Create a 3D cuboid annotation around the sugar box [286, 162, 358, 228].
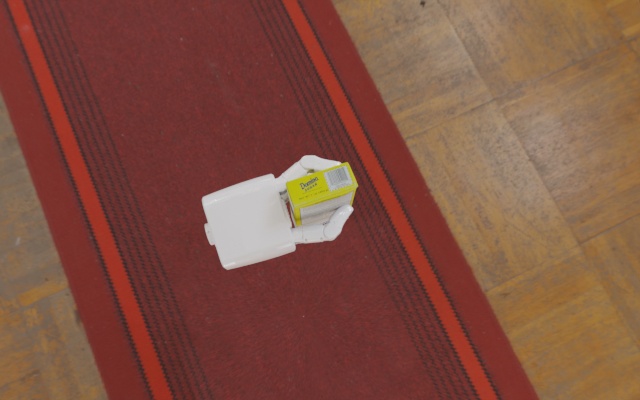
[{"bbox_3d":[0.000,0.002,0.723,0.093,0.048,0.176,-18,-12,-6],"label":"sugar box"}]
